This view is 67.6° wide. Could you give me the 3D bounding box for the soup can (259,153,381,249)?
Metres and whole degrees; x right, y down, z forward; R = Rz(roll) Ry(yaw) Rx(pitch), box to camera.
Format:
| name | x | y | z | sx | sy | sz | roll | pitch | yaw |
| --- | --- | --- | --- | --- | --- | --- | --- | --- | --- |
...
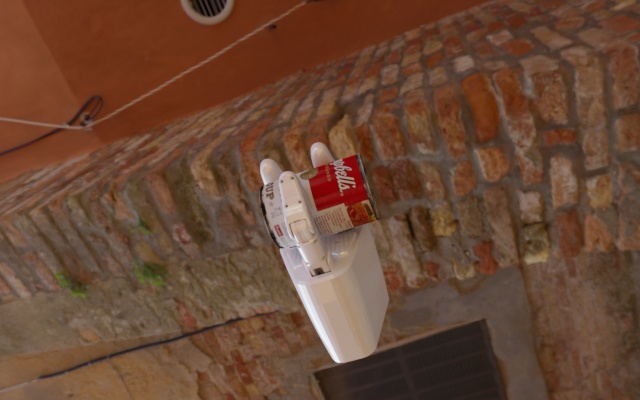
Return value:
| name | x | y | z | sx | sy | sz | roll | pitch | yaw |
| --- | --- | --- | --- | --- | --- | --- | --- | --- | --- |
| soup can | 0.000 | 0.001 | 0.465 | 0.102 | 0.068 | 0.068 | -17 | -3 | 8 |
